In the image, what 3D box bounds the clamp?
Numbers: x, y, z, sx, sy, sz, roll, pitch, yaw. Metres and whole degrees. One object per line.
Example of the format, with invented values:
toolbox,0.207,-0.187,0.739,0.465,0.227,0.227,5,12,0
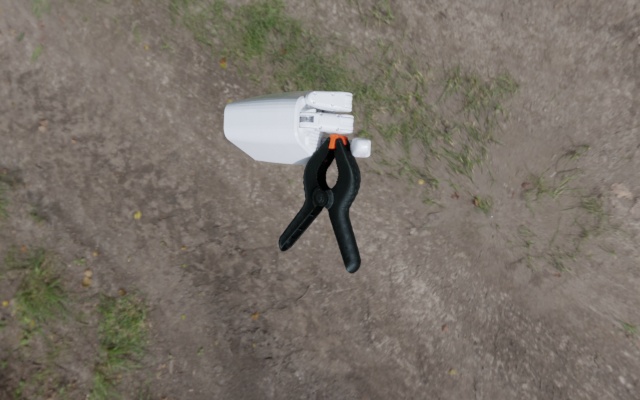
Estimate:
clamp,0.000,0.002,0.612,0.120,0.171,0.039,4,0,25
